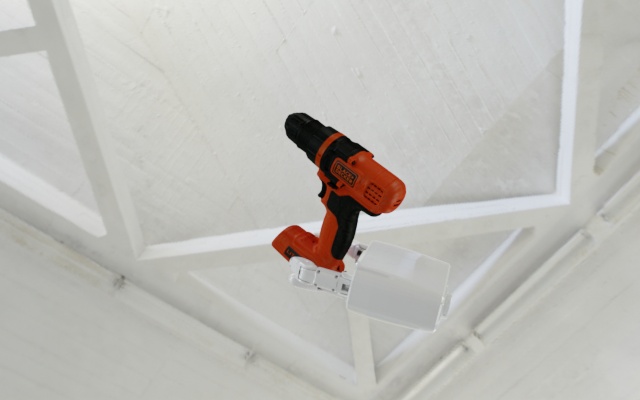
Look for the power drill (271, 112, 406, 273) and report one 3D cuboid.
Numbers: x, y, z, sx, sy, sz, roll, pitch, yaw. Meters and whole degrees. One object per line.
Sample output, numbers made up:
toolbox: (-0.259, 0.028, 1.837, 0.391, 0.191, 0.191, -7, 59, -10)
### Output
power drill: (0.000, 0.003, 0.613, 0.184, 0.188, 0.057, 40, 36, 25)
